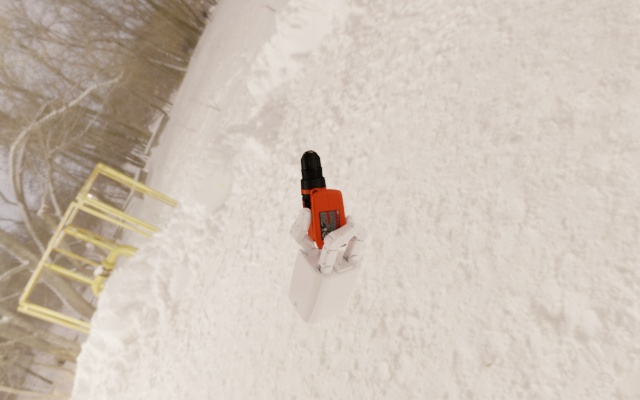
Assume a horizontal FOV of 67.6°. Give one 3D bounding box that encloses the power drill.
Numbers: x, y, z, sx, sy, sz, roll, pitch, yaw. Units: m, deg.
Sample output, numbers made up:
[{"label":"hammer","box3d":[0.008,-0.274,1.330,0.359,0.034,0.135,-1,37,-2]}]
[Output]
[{"label":"power drill","box3d":[0.000,0.003,0.884,0.057,0.184,0.187,-9,11,-6]}]
